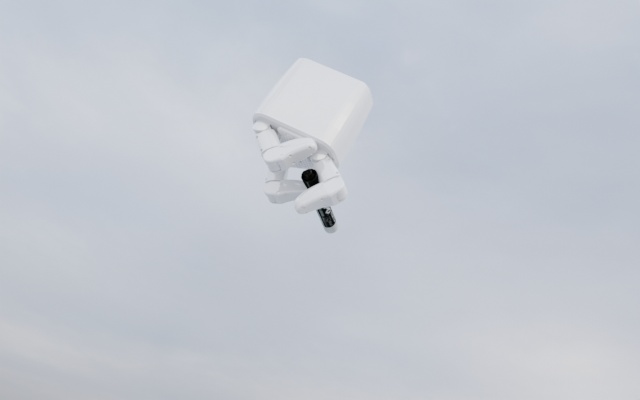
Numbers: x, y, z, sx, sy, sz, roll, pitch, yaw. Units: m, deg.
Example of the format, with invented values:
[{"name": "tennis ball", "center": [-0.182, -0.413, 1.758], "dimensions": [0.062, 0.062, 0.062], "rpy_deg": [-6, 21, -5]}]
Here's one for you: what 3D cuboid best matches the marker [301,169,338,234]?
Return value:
[{"name": "marker", "center": [0.000, 0.002, 0.568], "dimensions": [0.020, 0.020, 0.121], "rpy_deg": [0, -33, 16]}]
